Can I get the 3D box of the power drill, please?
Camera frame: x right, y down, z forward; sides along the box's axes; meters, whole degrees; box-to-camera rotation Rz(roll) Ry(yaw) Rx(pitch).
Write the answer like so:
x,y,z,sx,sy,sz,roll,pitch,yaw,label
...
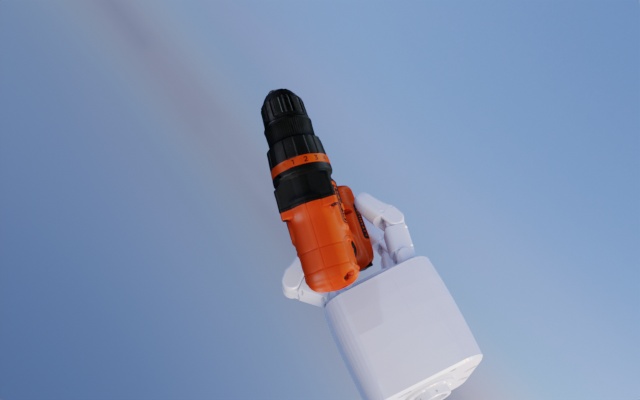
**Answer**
x,y,z,sx,sy,sz,roll,pitch,yaw,label
0.000,0.002,0.472,0.057,0.184,0.188,-18,-15,9,power drill
